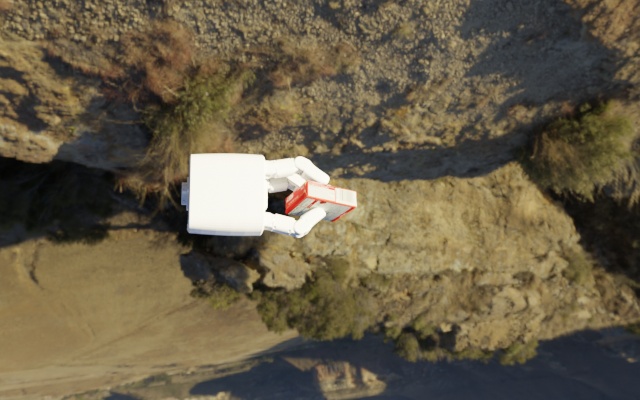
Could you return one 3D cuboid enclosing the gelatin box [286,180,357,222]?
[{"bbox_3d":[0.000,0.003,0.737,0.089,0.030,0.073,12,-27,-25],"label":"gelatin box"}]
